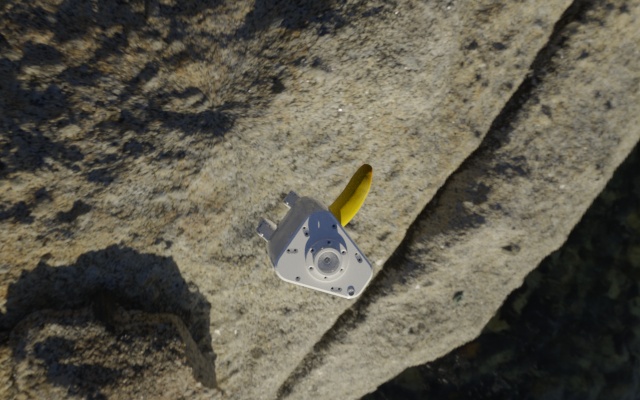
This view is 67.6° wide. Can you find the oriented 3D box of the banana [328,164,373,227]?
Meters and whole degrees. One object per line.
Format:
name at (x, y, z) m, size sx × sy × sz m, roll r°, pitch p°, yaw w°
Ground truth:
banana at (0.007, 0.020, 0.720) m, size 0.198 × 0.069 × 0.037 m, roll -30°, pitch 6°, yaw -3°
